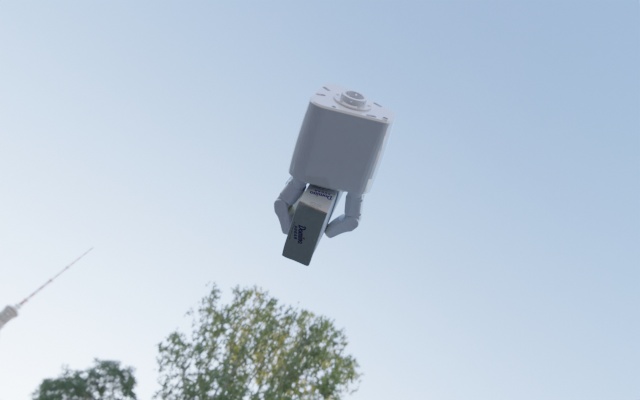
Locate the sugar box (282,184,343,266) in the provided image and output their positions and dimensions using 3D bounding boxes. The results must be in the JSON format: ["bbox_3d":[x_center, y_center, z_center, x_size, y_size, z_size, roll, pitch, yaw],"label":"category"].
[{"bbox_3d":[0.000,0.002,0.674,0.048,0.093,0.176,23,32,6],"label":"sugar box"}]
